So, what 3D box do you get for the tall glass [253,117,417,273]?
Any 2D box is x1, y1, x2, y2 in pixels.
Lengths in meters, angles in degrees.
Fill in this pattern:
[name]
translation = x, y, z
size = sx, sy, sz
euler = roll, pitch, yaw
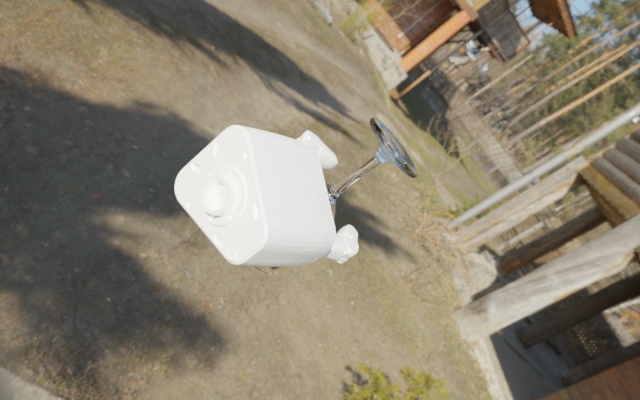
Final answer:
[tall glass]
translation = 0.001, 0.001, 0.515
size = 0.201, 0.079, 0.079
euler = -37, -16, 22
